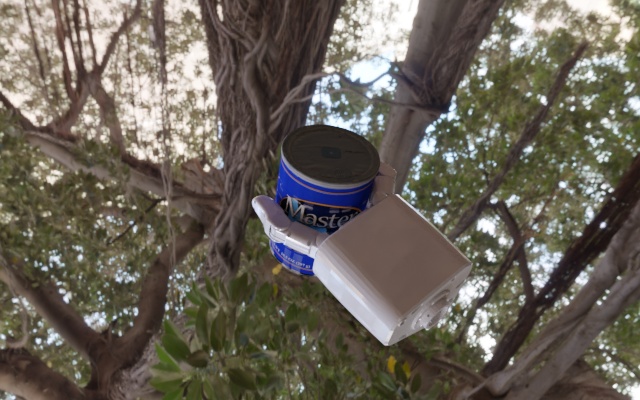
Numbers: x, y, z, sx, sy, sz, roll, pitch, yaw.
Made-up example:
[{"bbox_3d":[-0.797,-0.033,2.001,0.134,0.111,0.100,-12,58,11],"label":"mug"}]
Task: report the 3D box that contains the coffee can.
[{"bbox_3d":[0.000,0.002,0.533,0.103,0.140,0.102,7,41,-6],"label":"coffee can"}]
